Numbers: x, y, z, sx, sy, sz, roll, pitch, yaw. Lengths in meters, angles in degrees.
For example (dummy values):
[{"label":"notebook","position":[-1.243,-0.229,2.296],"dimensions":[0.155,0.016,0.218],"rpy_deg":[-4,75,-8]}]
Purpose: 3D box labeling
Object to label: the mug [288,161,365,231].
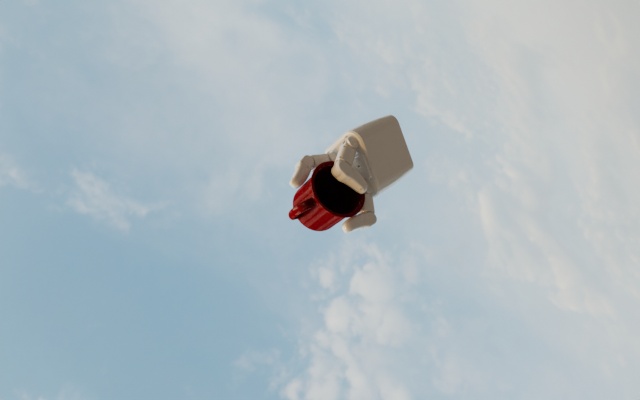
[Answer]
[{"label":"mug","position":[-0.001,0.003,0.734],"dimensions":[0.117,0.093,0.081],"rpy_deg":[-27,-7,-37]}]
